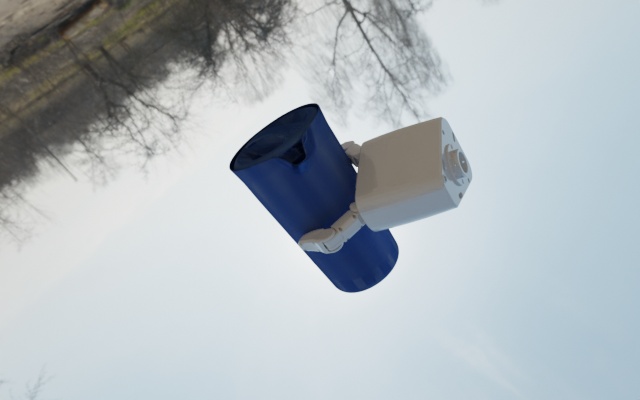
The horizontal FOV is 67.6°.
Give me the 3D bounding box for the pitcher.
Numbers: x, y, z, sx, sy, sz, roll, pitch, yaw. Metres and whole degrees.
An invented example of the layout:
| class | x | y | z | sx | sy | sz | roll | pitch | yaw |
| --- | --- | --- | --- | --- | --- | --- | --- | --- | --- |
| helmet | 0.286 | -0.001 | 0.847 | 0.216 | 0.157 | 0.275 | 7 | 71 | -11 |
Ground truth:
| class | x | y | z | sx | sy | sz | roll | pitch | yaw |
| --- | --- | --- | --- | --- | --- | --- | --- | --- | --- |
| pitcher | 0.000 | 0.002 | 0.637 | 0.145 | 0.243 | 0.149 | -17 | 30 | 34 |
